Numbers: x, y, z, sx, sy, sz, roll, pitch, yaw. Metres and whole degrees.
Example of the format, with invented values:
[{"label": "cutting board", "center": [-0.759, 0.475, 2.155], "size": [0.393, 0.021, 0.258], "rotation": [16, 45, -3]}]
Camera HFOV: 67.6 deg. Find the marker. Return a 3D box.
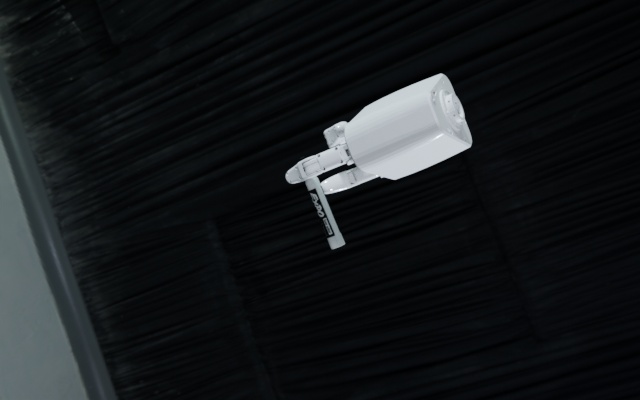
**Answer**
[{"label": "marker", "center": [0.000, 0.002, 0.601], "size": [0.020, 0.121, 0.020], "rotation": [-22, 0, 0]}]
